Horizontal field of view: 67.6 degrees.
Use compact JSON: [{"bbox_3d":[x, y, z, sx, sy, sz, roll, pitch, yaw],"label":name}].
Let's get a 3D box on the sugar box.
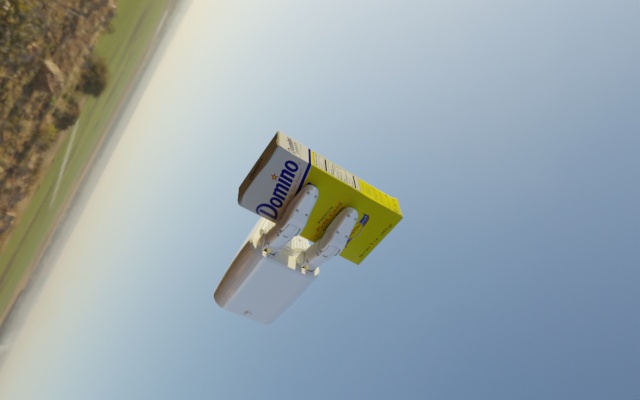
[{"bbox_3d":[0.000,0.002,0.567,0.176,0.093,0.048,26,29,-22],"label":"sugar box"}]
